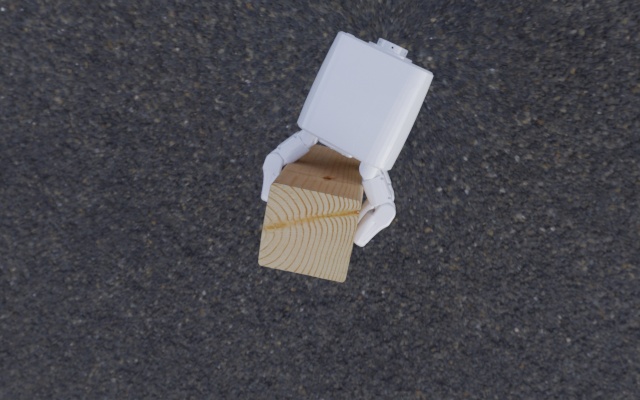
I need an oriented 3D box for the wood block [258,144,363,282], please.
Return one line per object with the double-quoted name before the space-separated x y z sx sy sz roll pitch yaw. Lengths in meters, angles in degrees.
"wood block" 0.000 0.001 0.557 0.091 0.090 0.206 12 18 4
